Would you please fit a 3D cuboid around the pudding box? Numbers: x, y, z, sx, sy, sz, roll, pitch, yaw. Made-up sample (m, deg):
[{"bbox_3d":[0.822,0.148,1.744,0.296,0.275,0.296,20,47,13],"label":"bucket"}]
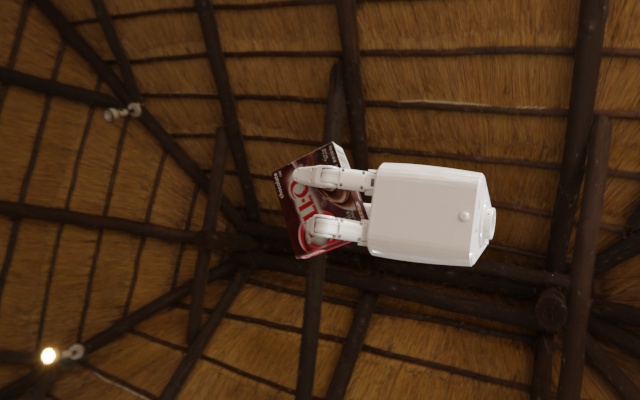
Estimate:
[{"bbox_3d":[0.000,0.002,0.559,0.090,0.113,0.039,-24,-18,22],"label":"pudding box"}]
